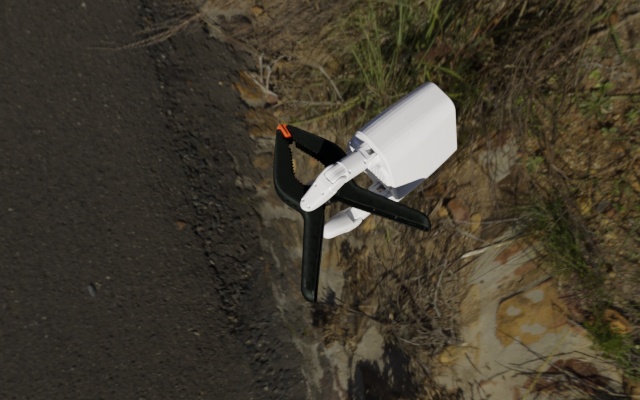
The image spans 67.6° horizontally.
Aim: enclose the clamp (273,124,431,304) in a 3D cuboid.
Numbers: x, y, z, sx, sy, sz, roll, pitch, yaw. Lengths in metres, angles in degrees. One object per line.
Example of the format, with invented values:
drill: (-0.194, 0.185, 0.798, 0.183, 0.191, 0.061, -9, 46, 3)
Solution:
clamp: (0.000, 0.001, 0.553, 0.164, 0.210, 0.036, -37, -17, -10)
